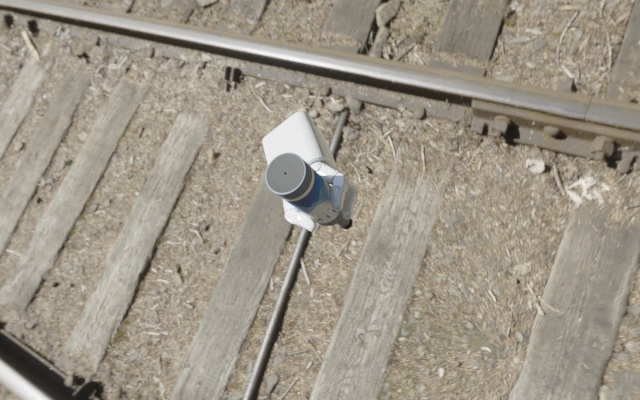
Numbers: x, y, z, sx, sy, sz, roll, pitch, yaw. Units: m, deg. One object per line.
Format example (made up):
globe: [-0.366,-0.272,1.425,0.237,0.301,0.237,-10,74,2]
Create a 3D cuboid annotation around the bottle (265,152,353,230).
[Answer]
bottle: [0.000,0.003,0.831,0.069,0.069,0.296,0,-17,22]
